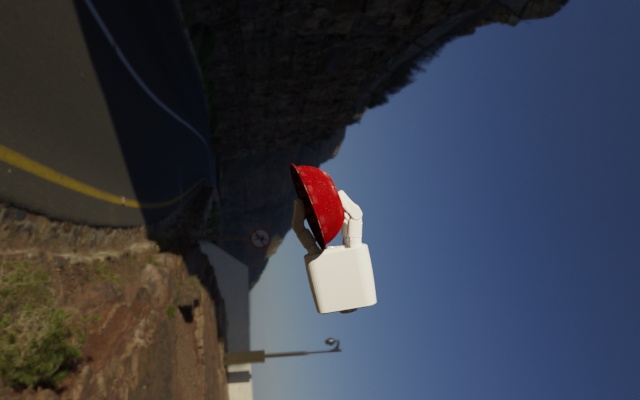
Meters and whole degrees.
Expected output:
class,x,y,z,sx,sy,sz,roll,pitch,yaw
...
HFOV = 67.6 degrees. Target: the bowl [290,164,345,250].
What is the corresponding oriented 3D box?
class,x,y,z,sx,sy,sz,roll,pitch,yaw
bowl,0.000,0.001,0.836,0.055,0.162,0.162,-21,3,-8
